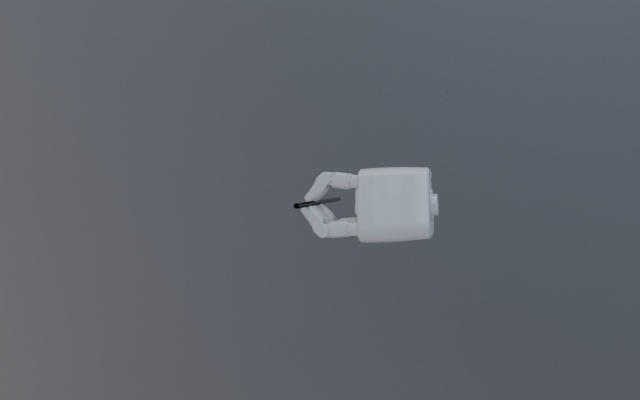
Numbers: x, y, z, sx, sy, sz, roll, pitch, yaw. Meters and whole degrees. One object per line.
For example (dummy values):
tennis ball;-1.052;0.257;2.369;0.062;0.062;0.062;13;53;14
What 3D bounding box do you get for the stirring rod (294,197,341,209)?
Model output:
stirring rod;0.000;0.003;0.797;0.011;0.011;0.239;0;3;17
